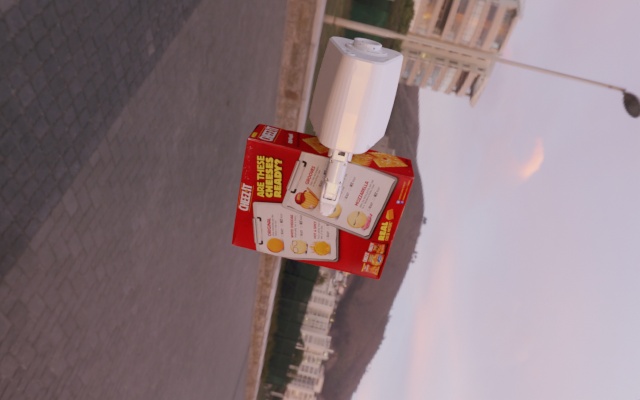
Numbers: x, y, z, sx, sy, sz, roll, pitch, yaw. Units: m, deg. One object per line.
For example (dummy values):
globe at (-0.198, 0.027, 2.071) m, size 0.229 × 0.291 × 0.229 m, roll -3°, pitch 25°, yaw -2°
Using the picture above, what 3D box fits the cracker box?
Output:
cracker box at (0.000, 0.002, 0.651) m, size 0.214 × 0.164 × 0.072 m, roll 14°, pitch 27°, yaw 0°
